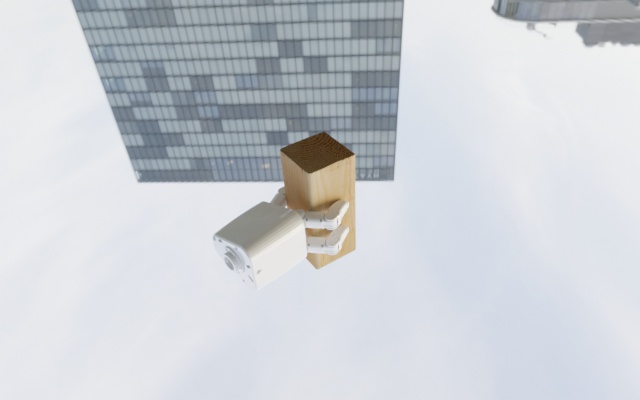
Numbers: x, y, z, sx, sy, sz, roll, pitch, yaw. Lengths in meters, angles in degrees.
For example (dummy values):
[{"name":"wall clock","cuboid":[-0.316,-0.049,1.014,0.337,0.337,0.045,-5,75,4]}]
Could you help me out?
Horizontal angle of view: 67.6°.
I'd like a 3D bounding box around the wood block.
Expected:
[{"name":"wood block","cuboid":[0.000,0.003,0.811,0.090,0.206,0.090,-25,44,-24]}]
